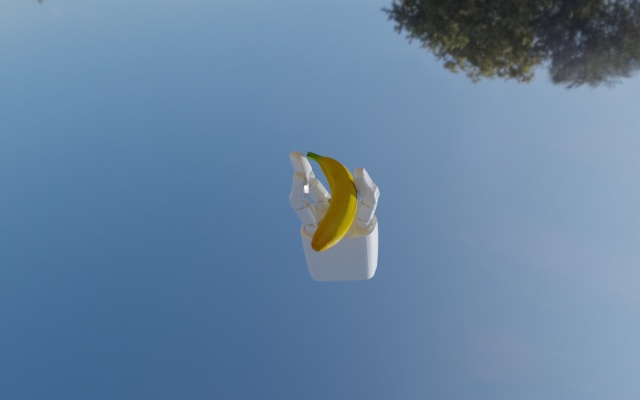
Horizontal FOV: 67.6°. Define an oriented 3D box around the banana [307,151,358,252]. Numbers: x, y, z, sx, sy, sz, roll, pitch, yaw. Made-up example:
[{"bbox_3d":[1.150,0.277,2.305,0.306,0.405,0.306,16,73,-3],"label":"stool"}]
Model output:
[{"bbox_3d":[0.019,-0.002,0.670,0.069,0.037,0.197,-5,41,0],"label":"banana"}]
